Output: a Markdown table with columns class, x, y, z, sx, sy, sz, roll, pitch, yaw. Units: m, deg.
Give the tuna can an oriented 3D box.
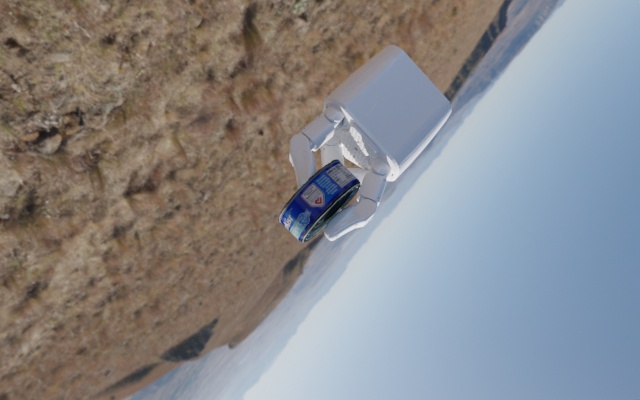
| class | x | y | z | sx | sy | sz | roll | pitch | yaw |
| --- | --- | --- | --- | --- | --- | --- | --- | --- | --- |
| tuna can | 0.000 | 0.002 | 0.474 | 0.033 | 0.086 | 0.086 | 45 | 9 | 9 |
